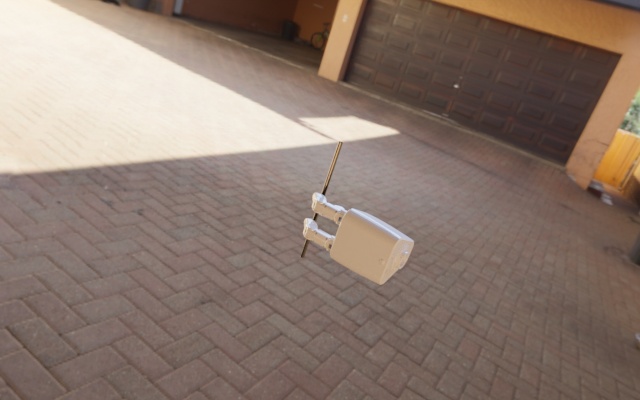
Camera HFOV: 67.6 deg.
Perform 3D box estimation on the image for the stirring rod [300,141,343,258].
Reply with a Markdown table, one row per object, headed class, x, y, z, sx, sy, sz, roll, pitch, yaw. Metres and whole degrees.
| class | x | y | z | sx | sy | sz | roll | pitch | yaw |
| --- | --- | --- | --- | --- | --- | --- | --- | --- | --- |
| stirring rod | 0.000 | 0.003 | 0.894 | 0.011 | 0.240 | 0.011 | 16 | 20 | -6 |
